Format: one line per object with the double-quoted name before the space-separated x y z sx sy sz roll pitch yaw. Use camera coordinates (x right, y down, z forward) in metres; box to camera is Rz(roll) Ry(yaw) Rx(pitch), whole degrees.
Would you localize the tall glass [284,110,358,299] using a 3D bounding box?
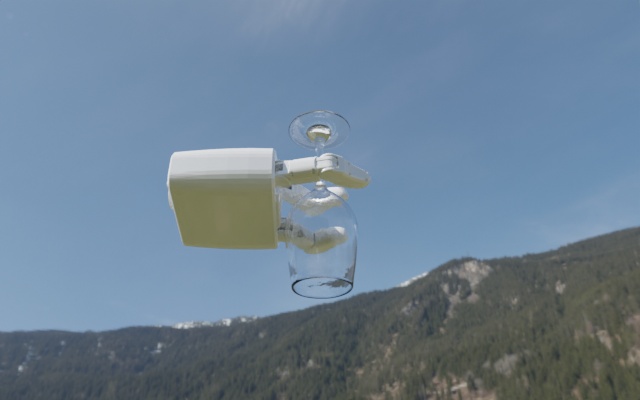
"tall glass" 0.000 0.001 0.523 0.079 0.201 0.079 -1 -31 -1
